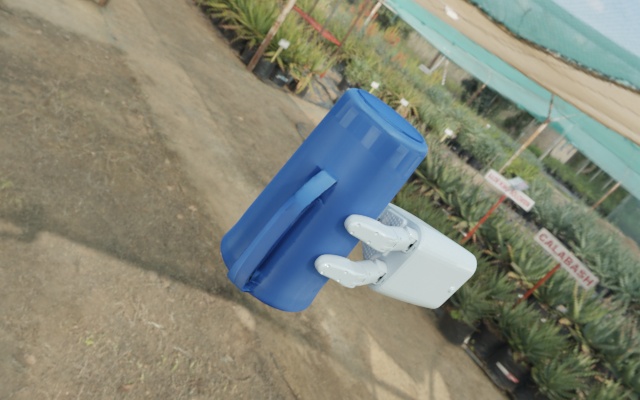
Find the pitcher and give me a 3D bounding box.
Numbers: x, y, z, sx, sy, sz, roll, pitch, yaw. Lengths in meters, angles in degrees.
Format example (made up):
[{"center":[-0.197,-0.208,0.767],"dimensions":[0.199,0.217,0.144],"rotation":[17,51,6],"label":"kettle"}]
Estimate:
[{"center":[0.000,0.002,0.529],"dimensions":[0.145,0.243,0.149],"rotation":[26,24,-30],"label":"pitcher"}]
